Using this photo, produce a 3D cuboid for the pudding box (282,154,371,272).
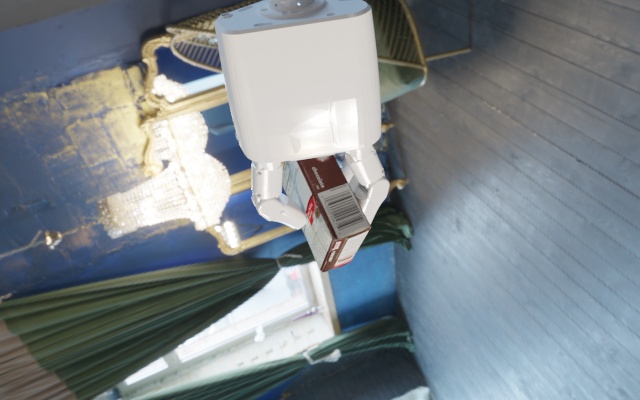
[{"bbox_3d":[0.000,0.002,0.460,0.039,0.113,0.090,-18,-22,-16],"label":"pudding box"}]
